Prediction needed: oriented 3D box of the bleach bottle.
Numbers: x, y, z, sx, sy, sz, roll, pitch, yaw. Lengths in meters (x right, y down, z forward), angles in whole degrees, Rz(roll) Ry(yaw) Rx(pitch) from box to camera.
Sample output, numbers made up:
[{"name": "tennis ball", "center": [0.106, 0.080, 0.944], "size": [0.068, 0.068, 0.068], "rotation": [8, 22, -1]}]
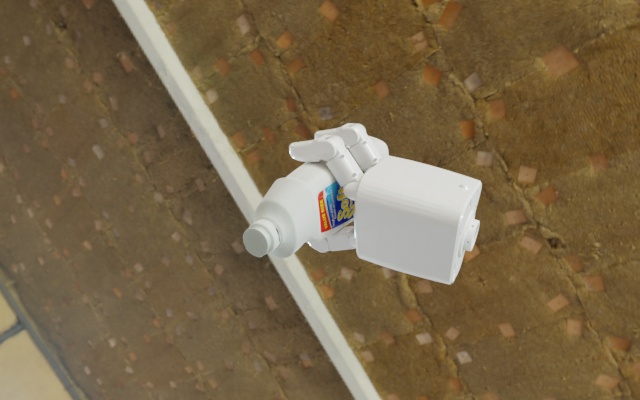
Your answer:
[{"name": "bleach bottle", "center": [0.000, 0.002, 0.532], "size": [0.068, 0.103, 0.250], "rotation": [17, 28, 23]}]
